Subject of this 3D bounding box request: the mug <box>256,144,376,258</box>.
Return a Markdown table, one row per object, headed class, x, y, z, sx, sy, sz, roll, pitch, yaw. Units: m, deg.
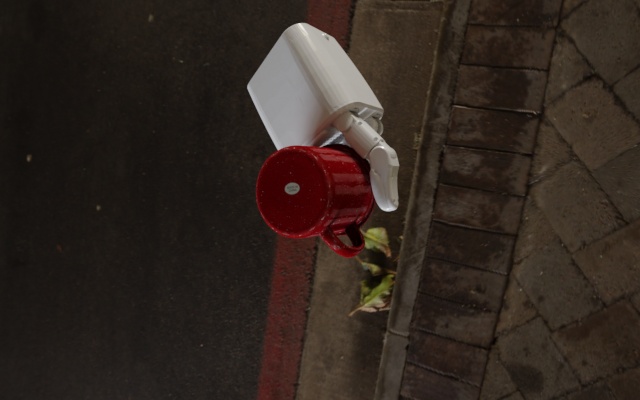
| class | x | y | z | sx | sy | sz | roll | pitch | yaw |
| --- | --- | --- | --- | --- | --- | --- | --- | --- | --- |
| mug | 0.001 | 0.003 | 0.441 | 0.093 | 0.117 | 0.081 | -36 | -15 | 26 |
